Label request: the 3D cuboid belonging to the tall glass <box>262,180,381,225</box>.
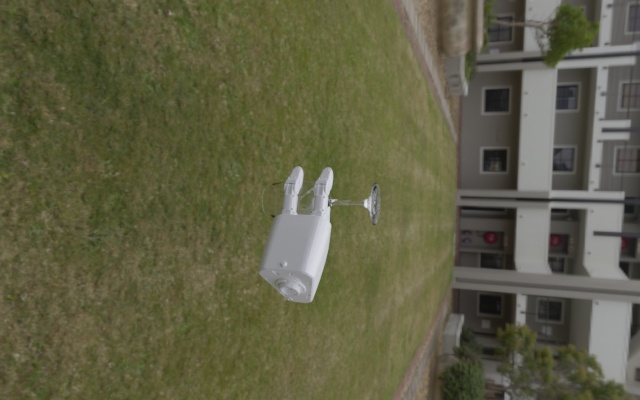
[{"bbox_3d":[0.001,0.003,0.846,0.201,0.079,0.079,2,1,19],"label":"tall glass"}]
